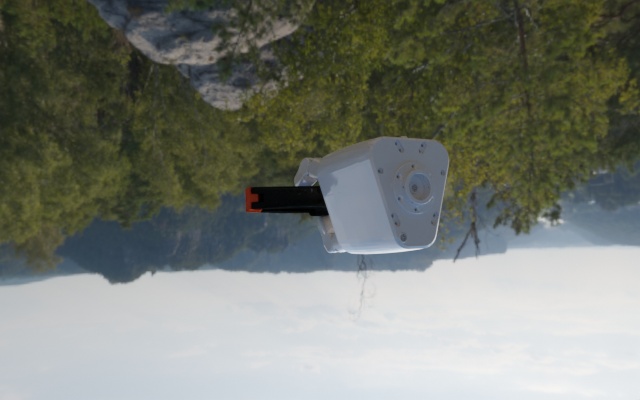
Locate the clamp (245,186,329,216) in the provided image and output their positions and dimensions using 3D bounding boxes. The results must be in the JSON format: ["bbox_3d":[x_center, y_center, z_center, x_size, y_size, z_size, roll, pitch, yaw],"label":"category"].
[{"bbox_3d":[0.000,0.003,0.608,0.210,0.036,0.164,0,-7,-26],"label":"clamp"}]
